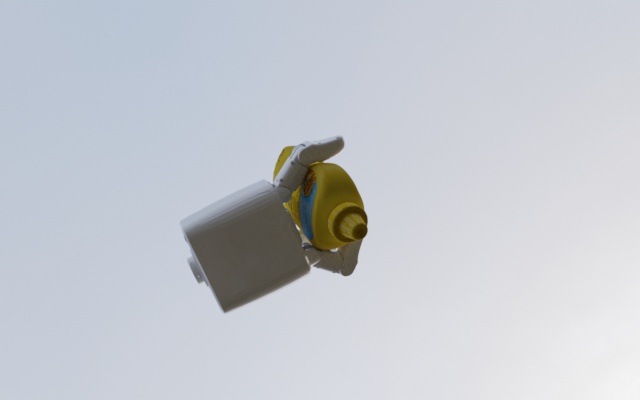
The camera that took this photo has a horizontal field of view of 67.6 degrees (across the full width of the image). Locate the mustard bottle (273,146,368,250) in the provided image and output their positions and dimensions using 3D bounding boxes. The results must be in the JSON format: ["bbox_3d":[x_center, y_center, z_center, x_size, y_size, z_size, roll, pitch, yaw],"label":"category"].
[{"bbox_3d":[0.000,0.002,0.543,0.058,0.096,0.191,-2,18,-24],"label":"mustard bottle"}]
